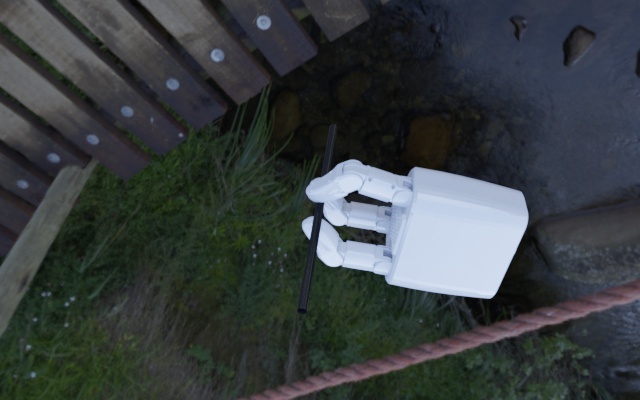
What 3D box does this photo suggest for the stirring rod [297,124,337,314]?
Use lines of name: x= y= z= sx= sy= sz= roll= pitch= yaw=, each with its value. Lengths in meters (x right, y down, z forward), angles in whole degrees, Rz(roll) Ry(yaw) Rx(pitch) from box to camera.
stirring rod: x=0.000 y=0.001 z=0.456 sx=0.011 sy=0.239 sz=0.011 roll=5 pitch=-44 yaw=5
